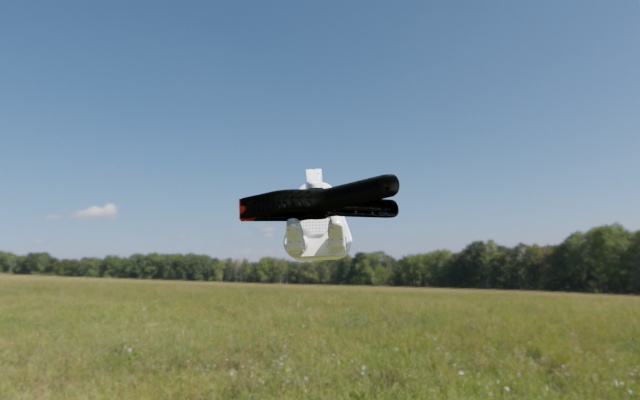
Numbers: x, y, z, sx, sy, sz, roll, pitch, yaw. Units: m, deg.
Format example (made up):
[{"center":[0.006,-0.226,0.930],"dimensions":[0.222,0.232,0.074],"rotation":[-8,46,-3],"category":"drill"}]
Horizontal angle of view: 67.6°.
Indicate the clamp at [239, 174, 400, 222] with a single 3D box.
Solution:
[{"center":[0.000,0.001,0.587],"dimensions":[0.210,0.036,0.164],"rotation":[-3,-13,1],"category":"clamp"}]
